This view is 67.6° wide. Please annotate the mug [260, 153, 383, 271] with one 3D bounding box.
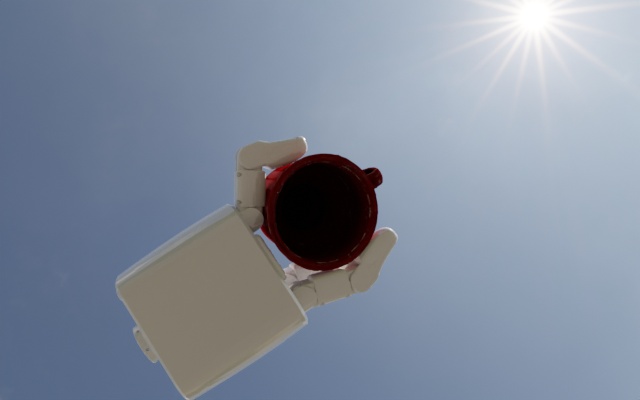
[{"bbox_3d":[0.001,0.001,0.416,0.117,0.093,0.081,-32,13,-15],"label":"mug"}]
